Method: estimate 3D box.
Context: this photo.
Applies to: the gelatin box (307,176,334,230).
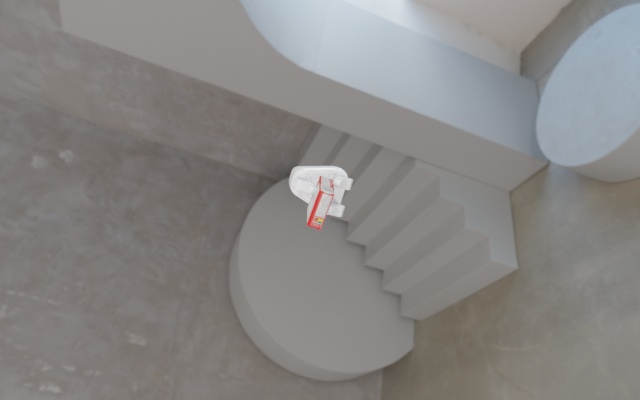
[{"bbox_3d":[0.000,0.003,0.882,0.030,0.073,0.089,19,19,-7],"label":"gelatin box"}]
